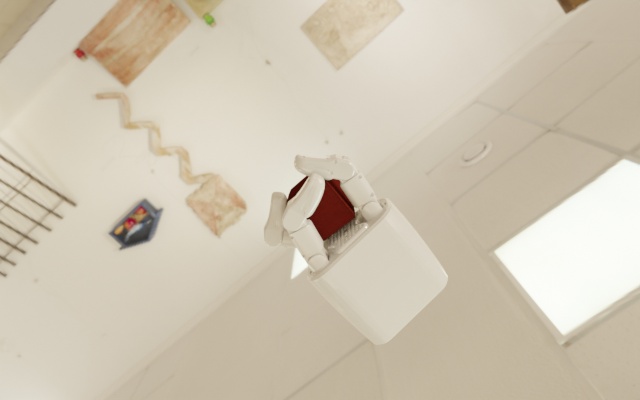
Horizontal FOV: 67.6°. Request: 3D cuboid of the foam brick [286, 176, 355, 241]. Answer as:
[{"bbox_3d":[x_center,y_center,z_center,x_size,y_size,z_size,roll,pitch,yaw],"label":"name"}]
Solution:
[{"bbox_3d":[0.000,0.001,0.511,0.053,0.051,0.078,-38,14,13],"label":"foam brick"}]
